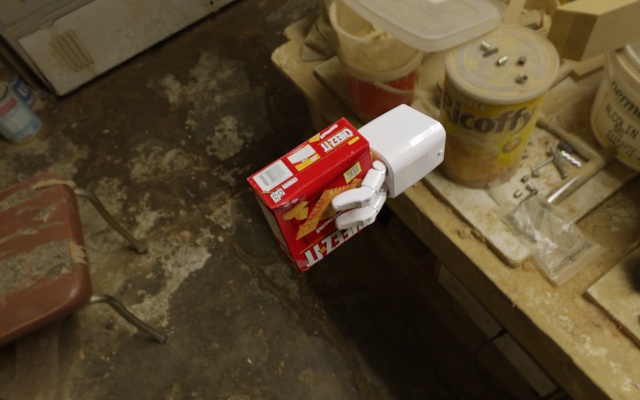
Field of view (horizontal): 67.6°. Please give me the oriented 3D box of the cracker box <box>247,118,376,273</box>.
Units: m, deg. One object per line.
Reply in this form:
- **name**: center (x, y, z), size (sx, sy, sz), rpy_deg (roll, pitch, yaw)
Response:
- **cracker box**: center (0.000, 0.002, 0.724), size (0.164, 0.072, 0.214), rpy_deg (-34, -31, -12)
